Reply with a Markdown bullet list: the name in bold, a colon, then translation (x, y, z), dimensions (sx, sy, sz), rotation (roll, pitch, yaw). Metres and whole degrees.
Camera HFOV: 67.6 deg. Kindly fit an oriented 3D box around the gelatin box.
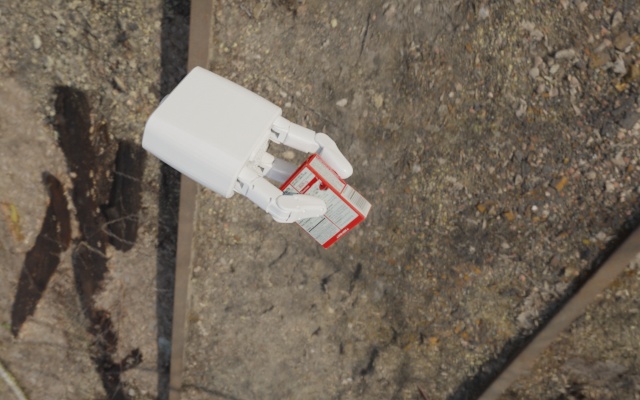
- **gelatin box**: translation (0.000, 0.002, 0.531), dimensions (0.073, 0.089, 0.030), rotation (-43, 8, 39)
